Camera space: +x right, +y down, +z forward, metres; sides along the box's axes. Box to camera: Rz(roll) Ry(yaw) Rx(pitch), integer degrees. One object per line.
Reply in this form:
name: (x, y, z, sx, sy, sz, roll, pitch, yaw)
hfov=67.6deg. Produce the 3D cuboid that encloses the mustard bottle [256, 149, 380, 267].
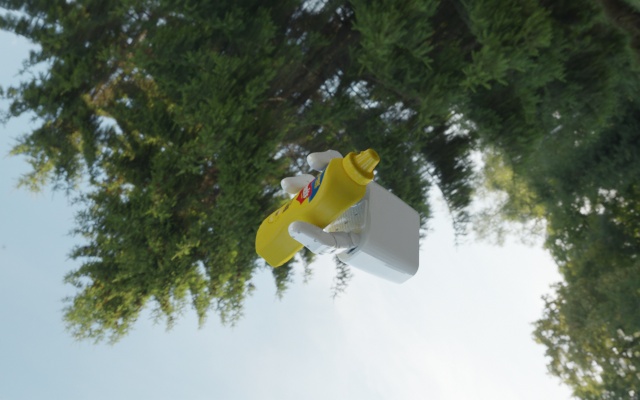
mustard bottle: (0.000, 0.002, 0.593, 0.192, 0.058, 0.096, -41, 12, 31)
